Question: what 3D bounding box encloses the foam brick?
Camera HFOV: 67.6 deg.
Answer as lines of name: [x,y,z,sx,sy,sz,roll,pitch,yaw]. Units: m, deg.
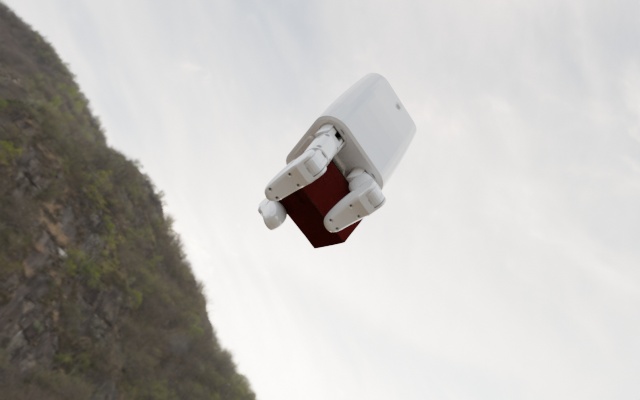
foam brick: [0.000,0.002,0.482,0.053,0.078,0.051,-15,28,51]
